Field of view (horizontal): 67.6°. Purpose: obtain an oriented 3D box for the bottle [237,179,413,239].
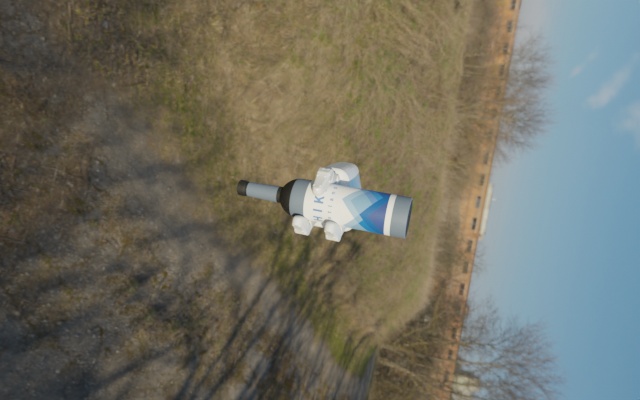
[{"bbox_3d":[0.000,0.003,0.794,0.295,0.069,0.069,10,3,14],"label":"bottle"}]
